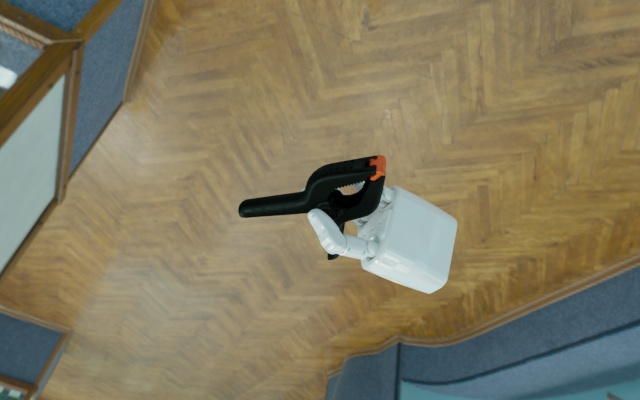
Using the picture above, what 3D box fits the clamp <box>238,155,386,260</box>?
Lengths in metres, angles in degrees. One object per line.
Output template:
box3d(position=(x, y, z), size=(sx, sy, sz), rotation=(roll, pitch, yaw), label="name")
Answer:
box3d(position=(0.000, 0.002, 0.606), size=(0.164, 0.036, 0.210), rotation=(23, -40, -20), label="clamp")
